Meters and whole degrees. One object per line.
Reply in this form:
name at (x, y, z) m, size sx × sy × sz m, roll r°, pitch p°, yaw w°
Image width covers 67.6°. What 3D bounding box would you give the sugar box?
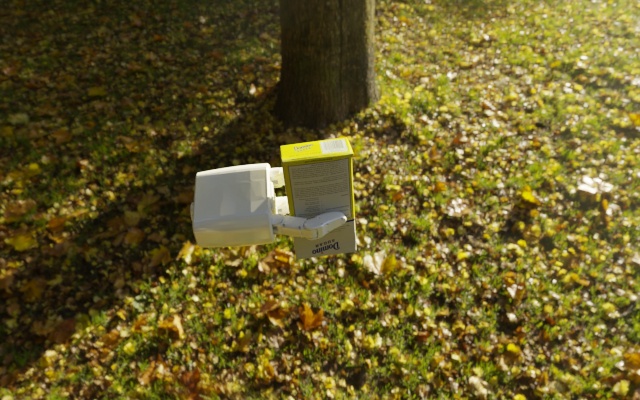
sugar box at (0.000, 0.002, 0.669) m, size 0.093 × 0.176 × 0.048 m, roll -7°, pitch 41°, yaw -3°
